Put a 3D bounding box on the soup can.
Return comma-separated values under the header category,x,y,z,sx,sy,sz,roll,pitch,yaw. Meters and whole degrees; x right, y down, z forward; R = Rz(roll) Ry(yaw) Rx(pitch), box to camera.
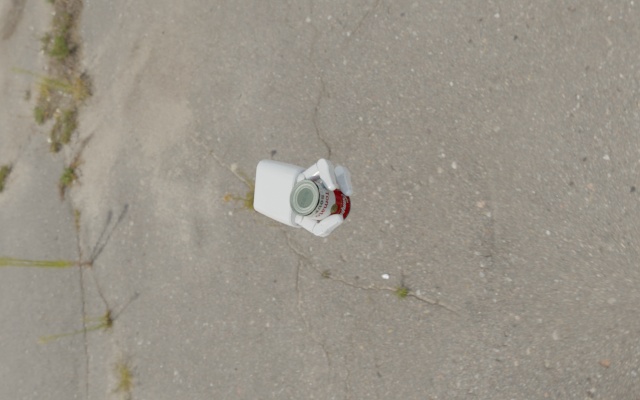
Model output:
category,x,y,z,sx,sy,sz,roll,pitch,yaw
soup can,0.000,0.003,0.868,0.068,0.068,0.102,0,-10,36
